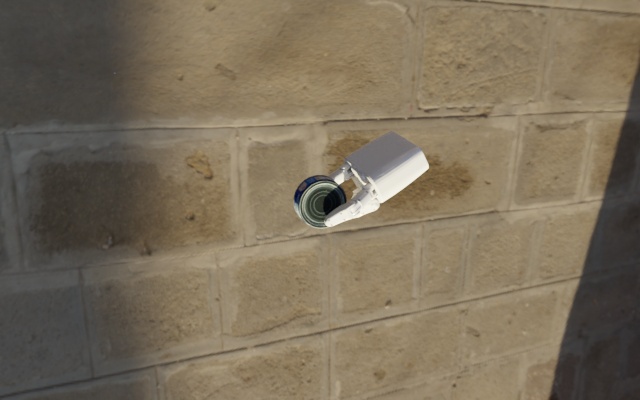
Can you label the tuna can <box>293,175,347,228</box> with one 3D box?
[{"bbox_3d":[0.000,0.003,0.796,0.086,0.086,0.033,0,17,-19],"label":"tuna can"}]
